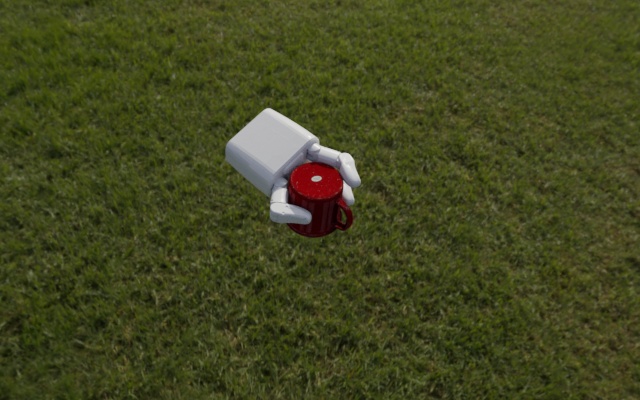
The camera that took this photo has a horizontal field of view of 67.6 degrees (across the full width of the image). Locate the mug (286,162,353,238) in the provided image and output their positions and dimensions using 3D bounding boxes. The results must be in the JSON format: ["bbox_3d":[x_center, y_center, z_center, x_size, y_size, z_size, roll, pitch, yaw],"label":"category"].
[{"bbox_3d":[0.001,0.003,0.722,0.117,0.082,0.093,36,54,23],"label":"mug"}]
